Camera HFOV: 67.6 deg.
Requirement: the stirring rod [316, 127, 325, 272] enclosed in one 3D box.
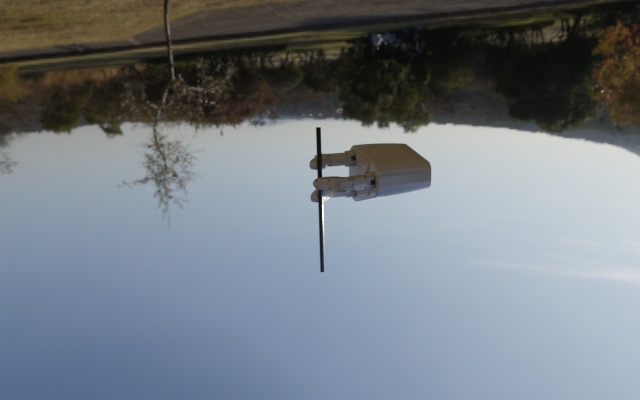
[{"bbox_3d":[0.000,0.002,0.774,0.011,0.239,0.011,-2,14,0],"label":"stirring rod"}]
